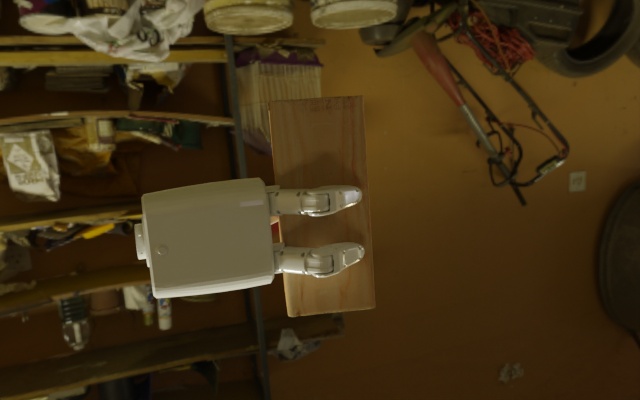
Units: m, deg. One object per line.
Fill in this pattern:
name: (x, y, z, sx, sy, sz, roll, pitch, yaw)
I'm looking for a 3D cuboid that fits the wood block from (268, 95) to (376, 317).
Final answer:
wood block: (0.000, 0.002, 0.494, 0.090, 0.206, 0.091, -5, 9, -6)
